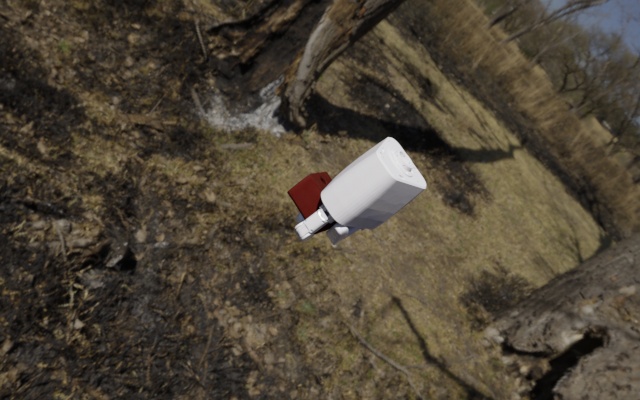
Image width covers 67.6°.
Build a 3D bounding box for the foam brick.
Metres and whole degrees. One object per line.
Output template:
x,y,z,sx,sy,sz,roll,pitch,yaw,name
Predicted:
0.000,0.002,0.712,0.051,0.078,0.053,-39,-13,28,foam brick
